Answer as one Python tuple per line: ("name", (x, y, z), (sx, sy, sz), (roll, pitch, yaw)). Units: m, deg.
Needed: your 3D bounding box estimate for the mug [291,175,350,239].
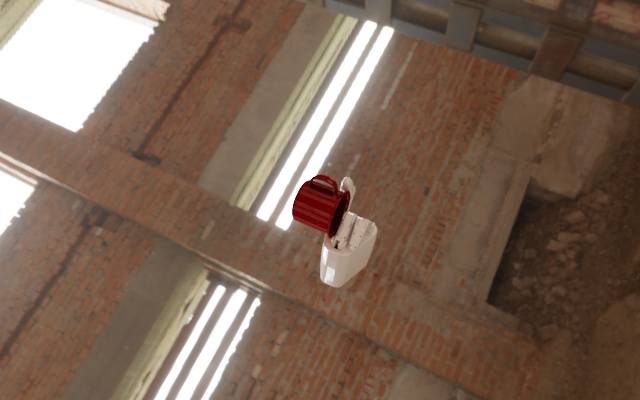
("mug", (0.000, 0.002, 0.865), (0.081, 0.117, 0.093), (22, 45, 16))
